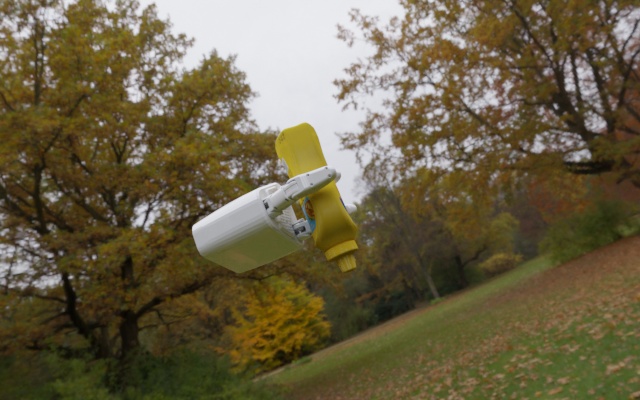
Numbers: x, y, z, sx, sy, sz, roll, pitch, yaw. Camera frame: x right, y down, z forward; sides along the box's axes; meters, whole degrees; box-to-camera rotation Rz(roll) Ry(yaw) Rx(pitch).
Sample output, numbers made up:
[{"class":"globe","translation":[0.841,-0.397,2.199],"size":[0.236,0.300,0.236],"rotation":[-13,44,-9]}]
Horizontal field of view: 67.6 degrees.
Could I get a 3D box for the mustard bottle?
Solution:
[{"class":"mustard bottle","translation":[0.000,0.002,0.613],"size":[0.058,0.191,0.096],"rotation":[-20,-15,-9]}]
